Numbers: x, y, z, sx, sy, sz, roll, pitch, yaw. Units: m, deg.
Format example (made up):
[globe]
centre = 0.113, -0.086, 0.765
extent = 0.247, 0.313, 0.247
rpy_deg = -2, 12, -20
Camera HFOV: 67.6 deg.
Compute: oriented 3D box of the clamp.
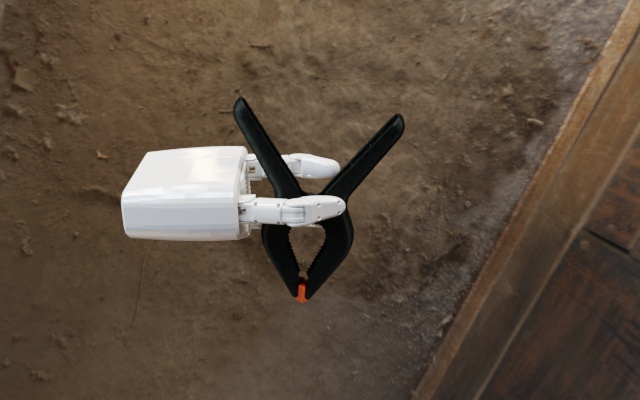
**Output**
[clamp]
centre = 0.000, 0.002, 0.480
extent = 0.164, 0.210, 0.036
rpy_deg = -1, 15, 1
